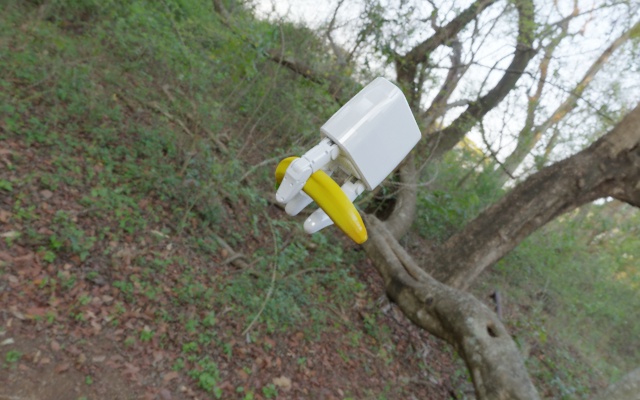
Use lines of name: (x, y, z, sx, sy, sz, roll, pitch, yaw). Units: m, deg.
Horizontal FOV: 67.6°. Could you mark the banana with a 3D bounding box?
banana: (-0.007, -0.013, 0.618, 0.037, 0.070, 0.197, -35, 39, -18)
